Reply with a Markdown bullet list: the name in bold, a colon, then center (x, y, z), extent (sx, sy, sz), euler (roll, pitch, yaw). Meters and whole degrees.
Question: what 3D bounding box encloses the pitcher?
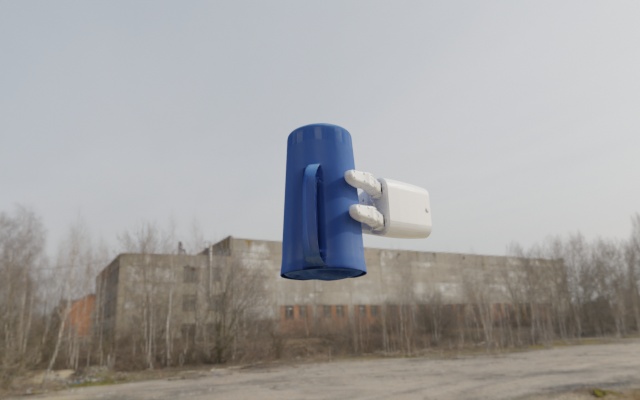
- **pitcher**: center (0.000, 0.003, 0.755), extent (0.145, 0.242, 0.149), euler (8, -19, -32)
